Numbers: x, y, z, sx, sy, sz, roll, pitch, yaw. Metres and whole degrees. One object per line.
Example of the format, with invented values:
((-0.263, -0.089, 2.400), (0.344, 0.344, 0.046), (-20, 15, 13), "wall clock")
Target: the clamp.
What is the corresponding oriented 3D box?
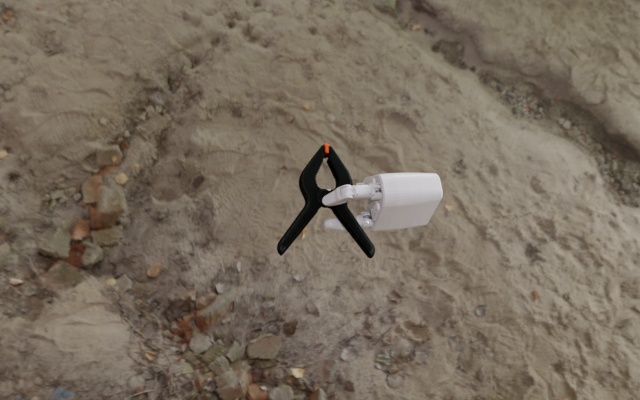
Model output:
((0.000, 0.002, 0.820), (0.164, 0.210, 0.036), (-4, -18, -12), "clamp")
